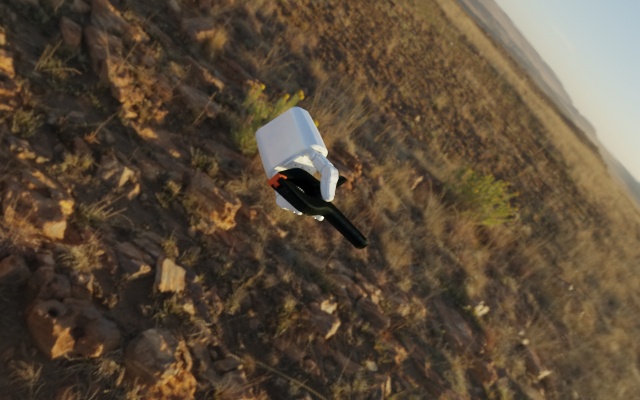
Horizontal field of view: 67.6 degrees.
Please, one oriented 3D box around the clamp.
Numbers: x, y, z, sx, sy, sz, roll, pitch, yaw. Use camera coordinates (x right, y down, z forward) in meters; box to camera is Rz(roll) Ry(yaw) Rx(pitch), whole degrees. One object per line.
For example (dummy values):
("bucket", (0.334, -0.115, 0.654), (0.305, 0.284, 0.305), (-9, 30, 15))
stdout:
("clamp", (0.000, 0.002, 0.832), (0.036, 0.164, 0.210), (-40, -36, 28))
